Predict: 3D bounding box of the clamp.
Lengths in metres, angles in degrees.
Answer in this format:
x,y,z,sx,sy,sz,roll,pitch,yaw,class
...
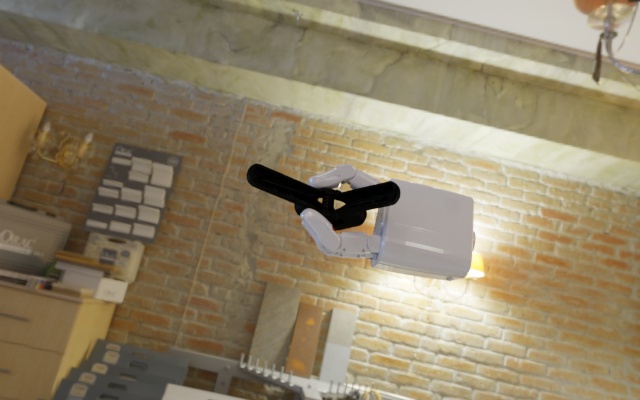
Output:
x,y,z,sx,sy,sz,roll,pitch,yaw,class
0.000,0.001,0.588,0.164,0.036,0.210,11,-13,1,clamp
